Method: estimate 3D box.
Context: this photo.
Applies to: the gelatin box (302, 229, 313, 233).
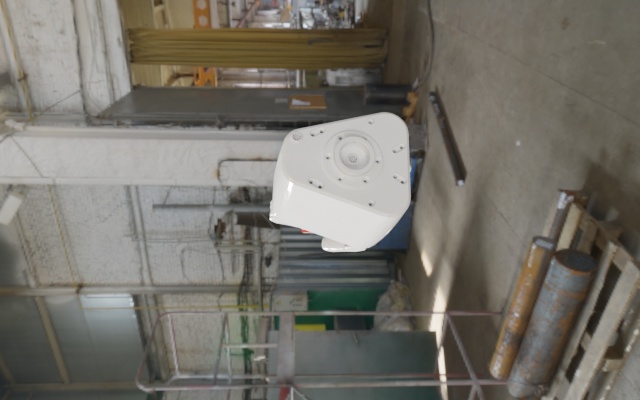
[{"bbox_3d":[0.000,0.002,0.559,0.030,0.073,0.089,3,-4,-12],"label":"gelatin box"}]
